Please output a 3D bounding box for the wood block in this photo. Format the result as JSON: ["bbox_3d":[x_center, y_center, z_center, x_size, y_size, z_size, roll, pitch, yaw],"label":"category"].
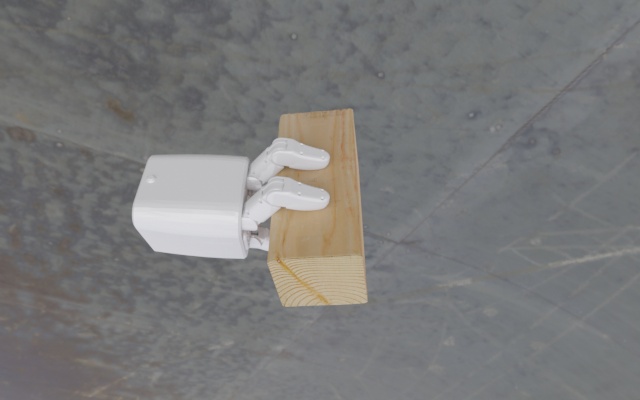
[{"bbox_3d":[0.000,0.002,0.526,0.090,0.206,0.091,-4,-40,5],"label":"wood block"}]
